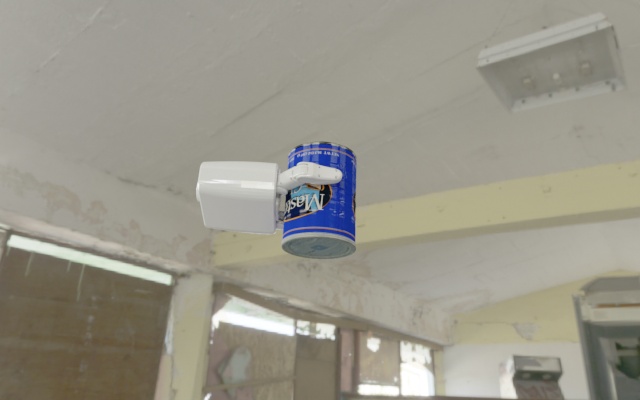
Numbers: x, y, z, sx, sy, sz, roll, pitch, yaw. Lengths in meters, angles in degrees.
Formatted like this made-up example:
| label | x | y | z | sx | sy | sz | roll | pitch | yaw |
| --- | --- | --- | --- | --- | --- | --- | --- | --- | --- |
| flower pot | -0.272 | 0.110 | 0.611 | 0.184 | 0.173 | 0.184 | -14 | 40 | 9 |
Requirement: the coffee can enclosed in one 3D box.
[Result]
| label | x | y | z | sx | sy | sz | roll | pitch | yaw |
| --- | --- | --- | --- | --- | --- | --- | --- | --- | --- |
| coffee can | 0.000 | 0.002 | 0.680 | 0.103 | 0.140 | 0.103 | 2 | -23 | 1 |
